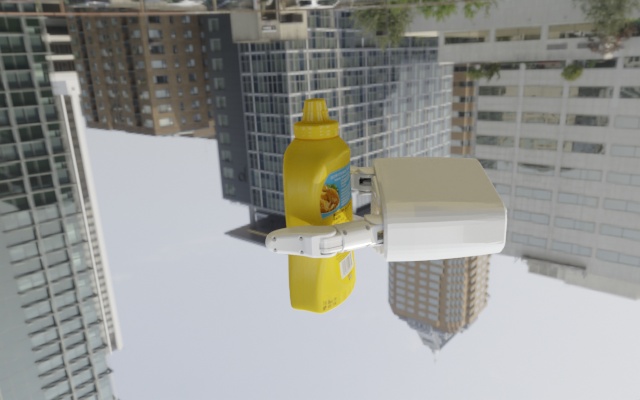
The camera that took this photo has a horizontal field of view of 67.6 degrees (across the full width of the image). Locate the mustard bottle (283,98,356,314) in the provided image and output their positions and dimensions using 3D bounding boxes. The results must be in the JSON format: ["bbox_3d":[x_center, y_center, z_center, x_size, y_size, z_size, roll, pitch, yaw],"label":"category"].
[{"bbox_3d":[0.000,0.002,0.452,0.058,0.192,0.096,5,18,24],"label":"mustard bottle"}]
